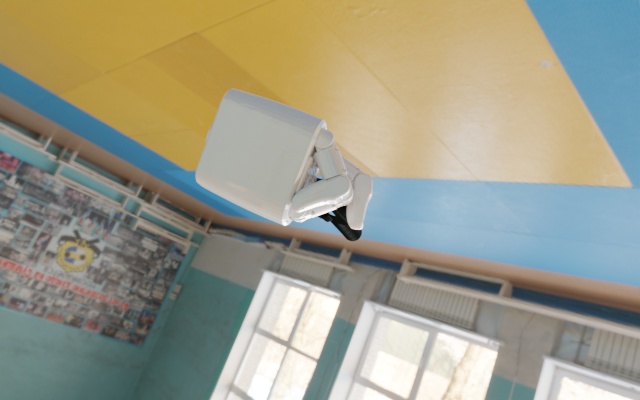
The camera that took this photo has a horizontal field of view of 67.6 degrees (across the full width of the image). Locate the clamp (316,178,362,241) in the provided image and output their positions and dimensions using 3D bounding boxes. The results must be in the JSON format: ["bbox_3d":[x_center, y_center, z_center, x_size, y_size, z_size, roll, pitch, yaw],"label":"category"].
[{"bbox_3d":[0.000,0.002,0.594,0.120,0.039,0.171,25,-14,9],"label":"clamp"}]
